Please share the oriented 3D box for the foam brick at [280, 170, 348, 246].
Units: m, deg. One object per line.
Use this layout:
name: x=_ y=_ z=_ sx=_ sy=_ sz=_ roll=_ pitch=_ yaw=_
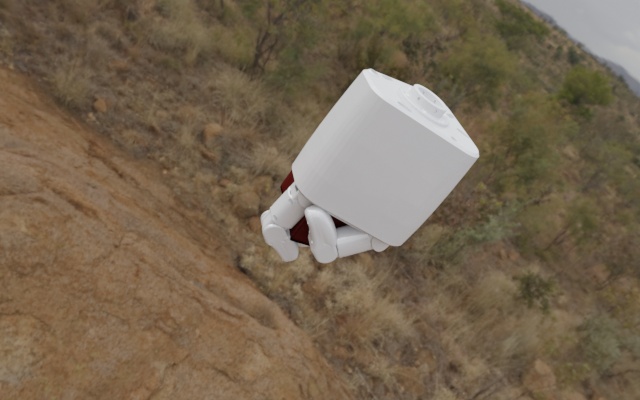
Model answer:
foam brick: x=0.000 y=0.001 z=0.457 sx=0.053 sy=0.051 sz=0.078 roll=19 pitch=35 yaw=-29
